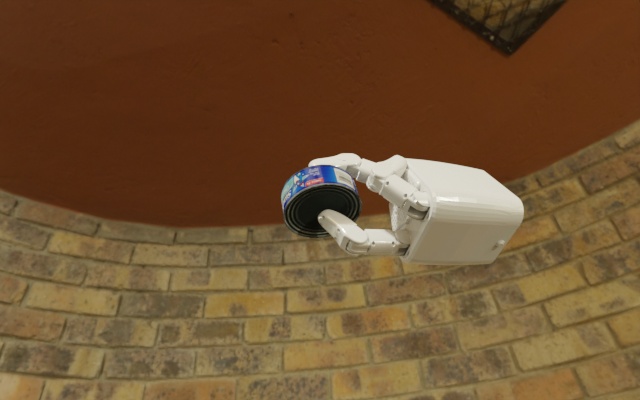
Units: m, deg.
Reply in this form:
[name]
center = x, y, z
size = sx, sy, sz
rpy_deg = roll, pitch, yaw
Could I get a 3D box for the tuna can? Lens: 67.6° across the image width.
[tuna can]
center = 0.000, 0.001, 0.524
size = 0.086, 0.033, 0.086
rpy_deg = -7, -42, -7
